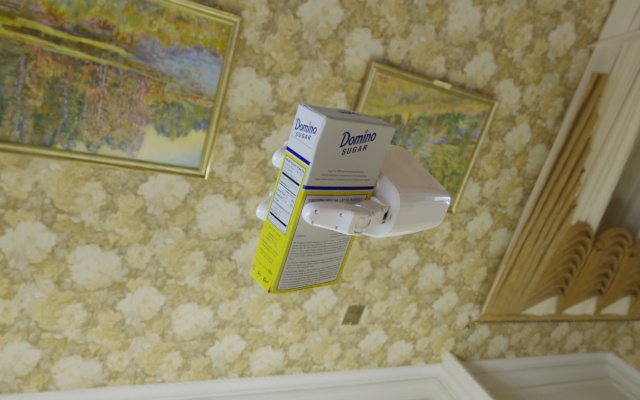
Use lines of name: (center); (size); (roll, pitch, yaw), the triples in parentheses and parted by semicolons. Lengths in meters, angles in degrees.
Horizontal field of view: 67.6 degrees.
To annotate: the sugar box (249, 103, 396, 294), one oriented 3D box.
sugar box: (0.000, 0.001, 0.454); (0.093, 0.176, 0.048); (0, 25, -43)
